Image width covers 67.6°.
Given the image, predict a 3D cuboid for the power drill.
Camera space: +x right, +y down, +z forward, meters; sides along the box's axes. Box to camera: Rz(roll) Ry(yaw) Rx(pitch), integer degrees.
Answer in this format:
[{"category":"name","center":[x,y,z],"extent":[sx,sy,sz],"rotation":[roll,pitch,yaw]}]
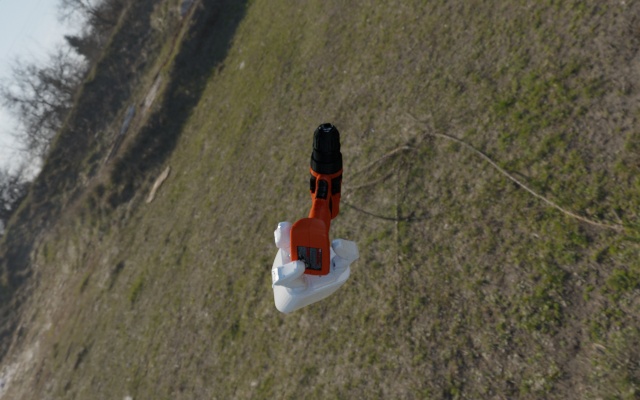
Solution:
[{"category":"power drill","center":[0.000,0.003,0.716],"extent":[0.057,0.185,0.187],"rotation":[6,43,9]}]
